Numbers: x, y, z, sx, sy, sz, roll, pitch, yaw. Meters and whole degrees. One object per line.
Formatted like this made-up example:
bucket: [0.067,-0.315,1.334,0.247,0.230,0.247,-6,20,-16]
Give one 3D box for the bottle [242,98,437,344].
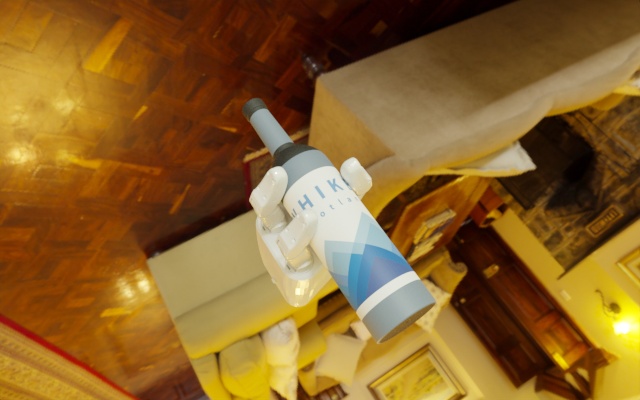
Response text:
bottle: [0.000,0.002,0.490,0.069,0.295,0.069,-29,-24,-15]
